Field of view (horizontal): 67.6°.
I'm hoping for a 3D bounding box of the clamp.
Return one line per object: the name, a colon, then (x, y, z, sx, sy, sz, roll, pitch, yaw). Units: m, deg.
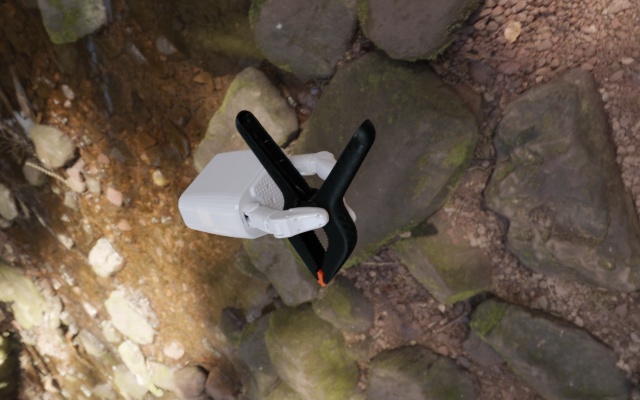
clamp: (0.000, 0.003, 0.505, 0.164, 0.210, 0.036, 5, 31, 38)
